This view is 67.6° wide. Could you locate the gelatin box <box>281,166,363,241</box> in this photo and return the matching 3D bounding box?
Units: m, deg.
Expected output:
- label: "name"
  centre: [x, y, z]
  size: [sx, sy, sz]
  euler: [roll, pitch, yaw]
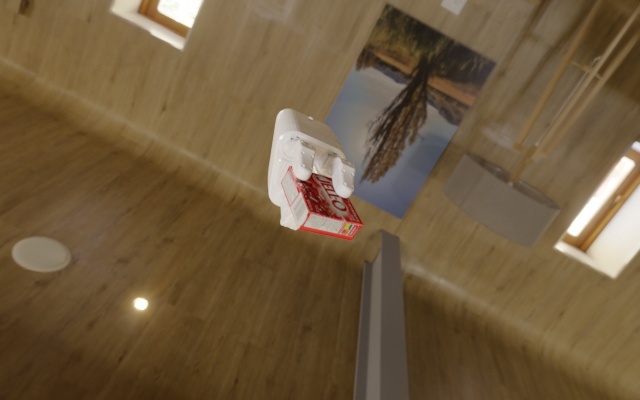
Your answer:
- label: "gelatin box"
  centre: [0.000, 0.002, 0.554]
  size: [0.073, 0.030, 0.089]
  euler: [15, 32, -30]
